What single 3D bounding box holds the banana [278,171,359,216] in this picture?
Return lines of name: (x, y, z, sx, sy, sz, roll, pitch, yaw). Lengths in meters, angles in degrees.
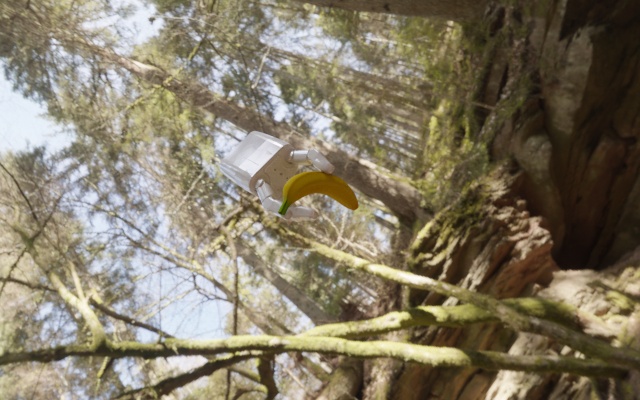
banana: (0.002, -0.015, 0.806, 0.037, 0.070, 0.198, 23, 17, 40)
